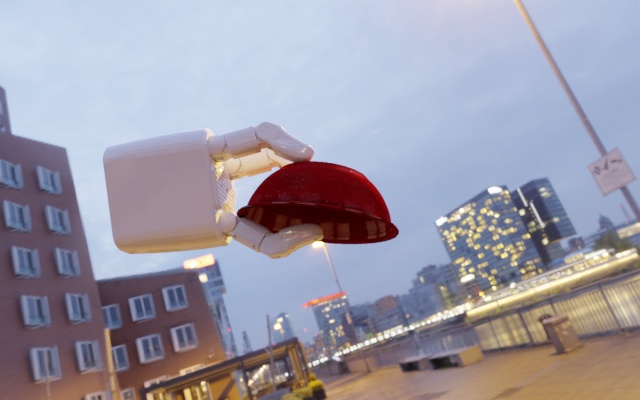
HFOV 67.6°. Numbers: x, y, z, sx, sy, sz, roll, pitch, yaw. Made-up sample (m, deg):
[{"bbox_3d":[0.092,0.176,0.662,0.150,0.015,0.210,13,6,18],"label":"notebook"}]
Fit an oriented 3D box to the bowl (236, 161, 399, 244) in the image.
[{"bbox_3d":[0.001,0.001,0.483,0.162,0.055,0.162,7,-16,2],"label":"bowl"}]
